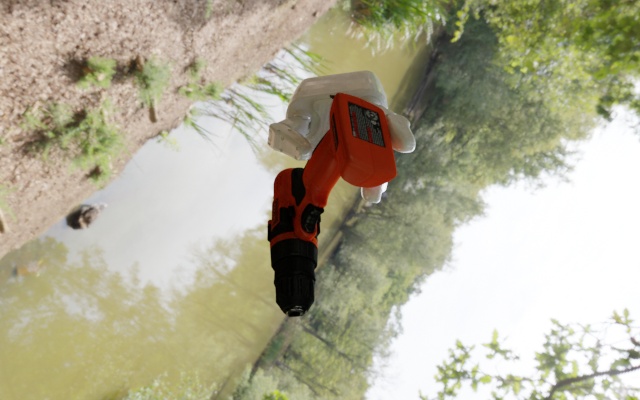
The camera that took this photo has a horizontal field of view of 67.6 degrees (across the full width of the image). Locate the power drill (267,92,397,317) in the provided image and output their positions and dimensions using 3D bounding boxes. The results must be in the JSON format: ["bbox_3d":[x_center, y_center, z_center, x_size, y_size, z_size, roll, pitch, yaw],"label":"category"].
[{"bbox_3d":[0.000,0.001,0.481,0.057,0.184,0.188,15,-43,-25],"label":"power drill"}]
